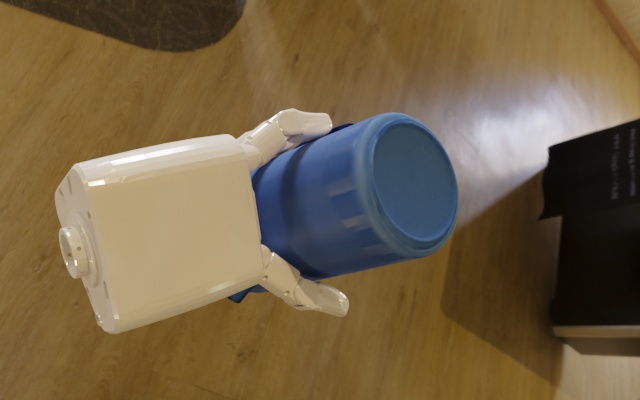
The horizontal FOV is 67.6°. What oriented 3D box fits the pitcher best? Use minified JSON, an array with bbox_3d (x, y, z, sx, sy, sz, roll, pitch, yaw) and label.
[{"bbox_3d":[0.000,0.002,0.435,0.145,0.149,0.243,-13,-4,-39],"label":"pitcher"}]
